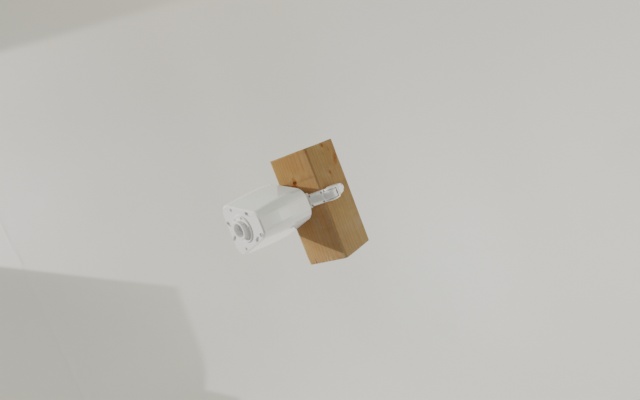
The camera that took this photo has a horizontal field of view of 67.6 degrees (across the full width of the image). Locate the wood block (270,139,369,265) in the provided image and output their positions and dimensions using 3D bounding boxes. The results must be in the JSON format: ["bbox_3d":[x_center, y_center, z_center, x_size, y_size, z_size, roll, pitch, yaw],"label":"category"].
[{"bbox_3d":[0.000,0.003,0.889,0.091,0.206,0.090,-16,8,37],"label":"wood block"}]
